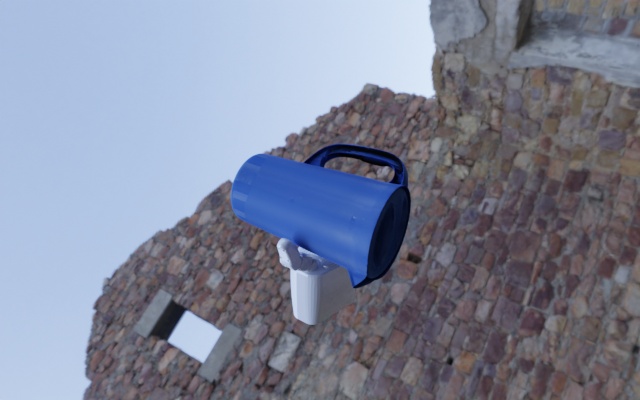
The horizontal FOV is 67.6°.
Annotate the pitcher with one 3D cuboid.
[{"bbox_3d":[0.000,0.002,0.680,0.243,0.145,0.149,19,38,26],"label":"pitcher"}]
